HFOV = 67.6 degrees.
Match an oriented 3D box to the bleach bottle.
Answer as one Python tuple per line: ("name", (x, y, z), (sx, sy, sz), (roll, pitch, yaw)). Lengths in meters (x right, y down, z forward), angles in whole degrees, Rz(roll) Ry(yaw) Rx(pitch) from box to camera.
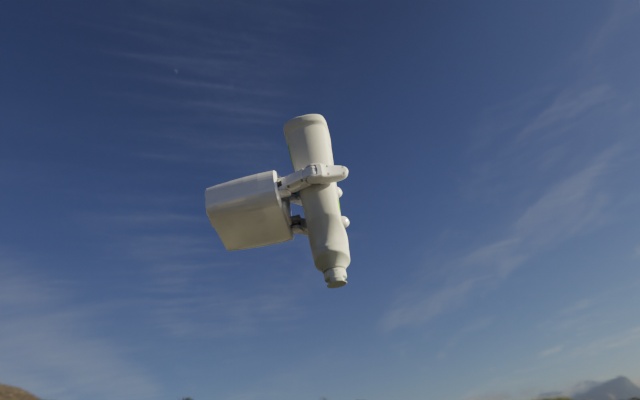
("bleach bottle", (0.000, 0.002, 0.700), (0.068, 0.250, 0.103), (-13, -29, 4))
